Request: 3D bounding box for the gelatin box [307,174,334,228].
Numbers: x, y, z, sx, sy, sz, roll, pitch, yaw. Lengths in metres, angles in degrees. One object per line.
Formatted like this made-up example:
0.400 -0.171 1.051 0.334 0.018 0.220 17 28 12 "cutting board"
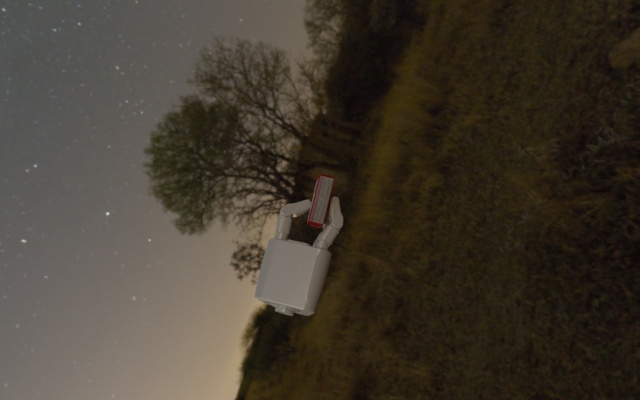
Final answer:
0.000 0.002 0.845 0.030 0.089 0.073 13 -5 -2 "gelatin box"
